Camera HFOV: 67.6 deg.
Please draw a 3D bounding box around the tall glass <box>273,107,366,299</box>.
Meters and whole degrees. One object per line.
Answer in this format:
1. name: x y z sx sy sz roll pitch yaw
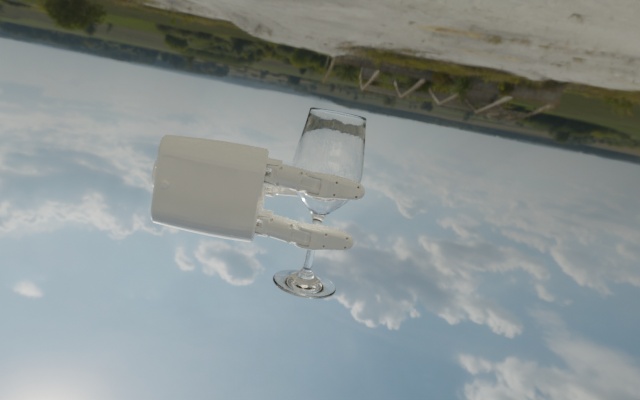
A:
1. tall glass: 0.000 0.002 0.531 0.079 0.201 0.079 11 13 -3
